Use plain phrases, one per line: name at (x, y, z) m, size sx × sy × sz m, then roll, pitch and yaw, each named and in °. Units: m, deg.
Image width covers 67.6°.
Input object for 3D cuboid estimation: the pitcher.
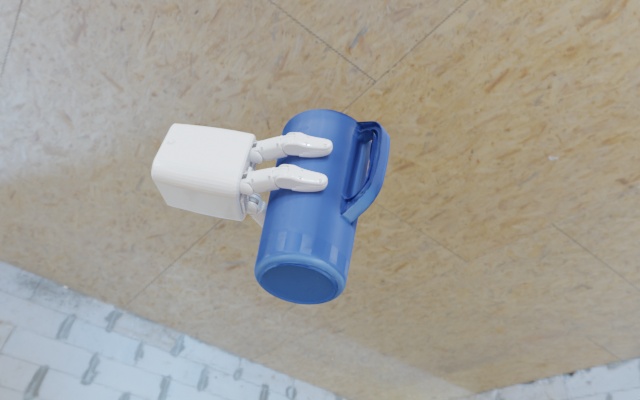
pitcher at (0.000, 0.002, 0.616) m, size 0.145 × 0.242 × 0.149 m, roll 12°, pitch -39°, yaw -1°
